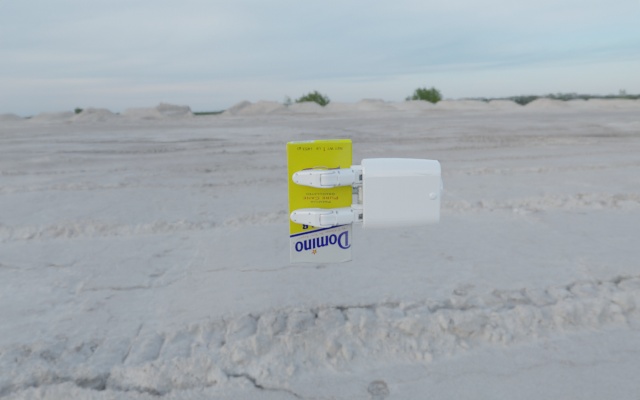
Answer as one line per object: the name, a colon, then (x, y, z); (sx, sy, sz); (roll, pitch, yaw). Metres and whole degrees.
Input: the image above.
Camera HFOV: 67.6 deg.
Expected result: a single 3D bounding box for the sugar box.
sugar box: (0.000, 0.002, 0.688); (0.093, 0.176, 0.048); (-1, 11, 1)
